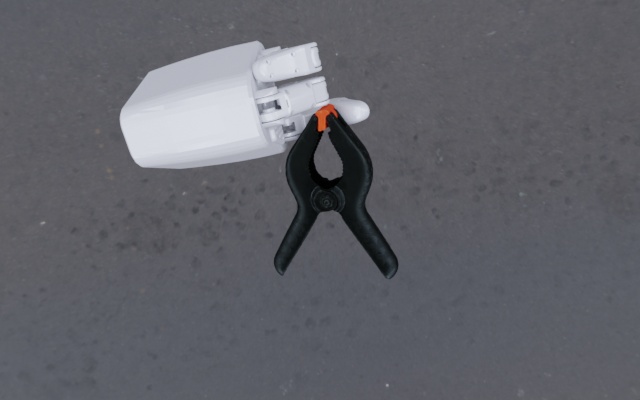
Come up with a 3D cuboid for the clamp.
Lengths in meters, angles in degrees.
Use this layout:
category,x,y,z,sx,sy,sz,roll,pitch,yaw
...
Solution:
category,x,y,z,sx,sy,sz,roll,pitch,yaw
clamp,0.000,0.001,0.441,0.120,0.171,0.039,-10,17,9
